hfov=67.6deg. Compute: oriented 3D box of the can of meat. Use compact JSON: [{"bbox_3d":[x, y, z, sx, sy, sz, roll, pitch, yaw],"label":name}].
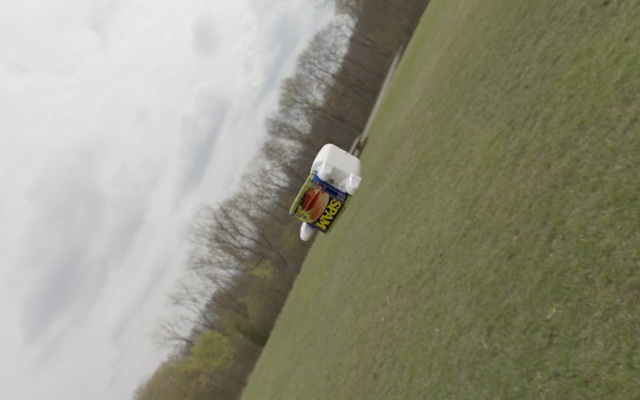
[{"bbox_3d":[0.000,0.003,0.881,0.084,0.102,0.057,29,32,-5],"label":"can of meat"}]
